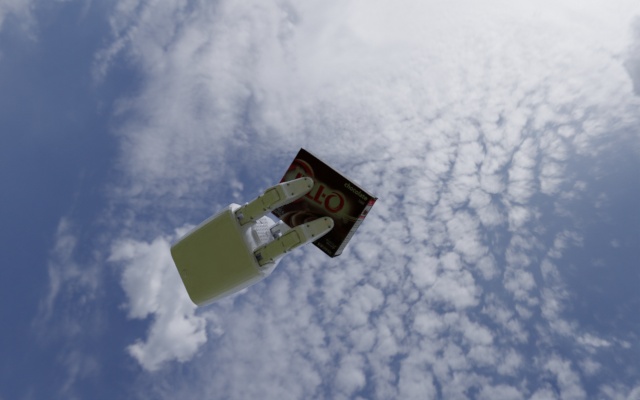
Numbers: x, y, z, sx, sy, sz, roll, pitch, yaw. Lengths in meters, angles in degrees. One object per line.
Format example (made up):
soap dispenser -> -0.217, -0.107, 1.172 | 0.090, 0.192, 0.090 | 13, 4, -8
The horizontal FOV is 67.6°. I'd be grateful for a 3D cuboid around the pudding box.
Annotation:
pudding box -> 0.000, 0.002, 0.591 | 0.113, 0.090, 0.039 | 35, 12, 16
